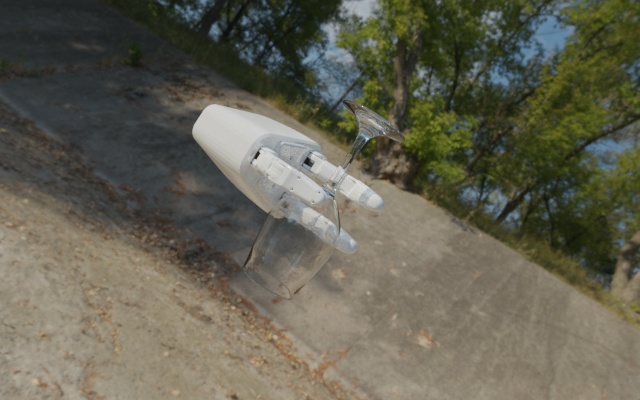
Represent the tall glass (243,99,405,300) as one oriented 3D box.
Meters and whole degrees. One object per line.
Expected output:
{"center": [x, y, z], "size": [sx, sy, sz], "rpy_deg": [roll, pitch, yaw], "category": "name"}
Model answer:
{"center": [0.001, 0.001, 0.489], "size": [0.079, 0.201, 0.079], "rpy_deg": [33, 2, -1], "category": "tall glass"}
